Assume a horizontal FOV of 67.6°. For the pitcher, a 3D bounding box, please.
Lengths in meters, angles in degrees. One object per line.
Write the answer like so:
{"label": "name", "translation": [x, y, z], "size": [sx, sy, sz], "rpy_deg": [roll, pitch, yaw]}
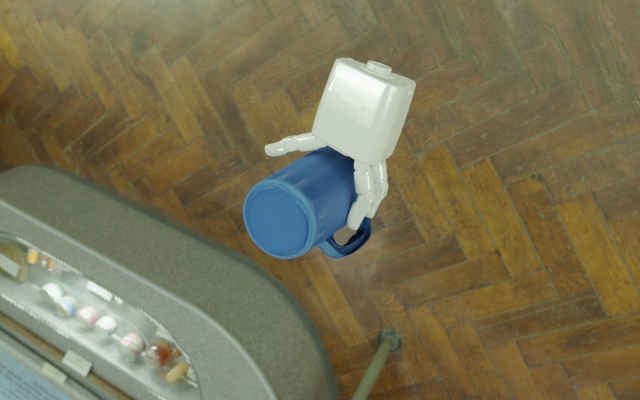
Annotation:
{"label": "pitcher", "translation": [0.000, 0.002, 0.699], "size": [0.149, 0.145, 0.242], "rpy_deg": [28, 27, 16]}
